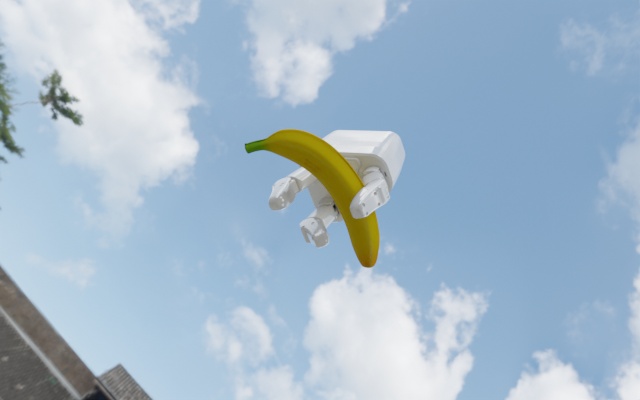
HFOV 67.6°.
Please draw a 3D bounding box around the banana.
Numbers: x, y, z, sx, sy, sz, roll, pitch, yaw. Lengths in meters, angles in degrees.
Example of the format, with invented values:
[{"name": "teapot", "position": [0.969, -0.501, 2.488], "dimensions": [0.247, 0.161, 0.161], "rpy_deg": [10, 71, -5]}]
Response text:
[{"name": "banana", "position": [0.011, -0.013, 0.522], "dimensions": [0.069, 0.198, 0.037], "rpy_deg": [-42, 11, 15]}]
